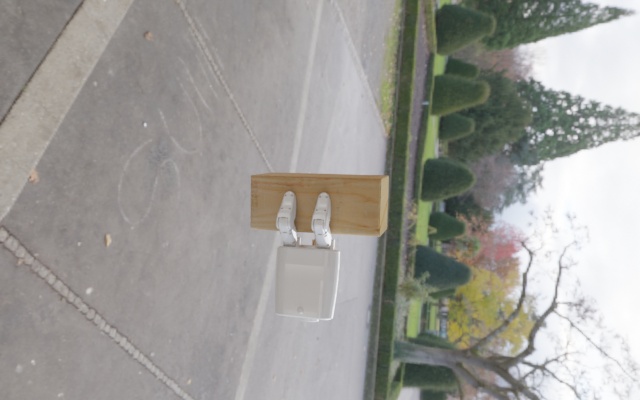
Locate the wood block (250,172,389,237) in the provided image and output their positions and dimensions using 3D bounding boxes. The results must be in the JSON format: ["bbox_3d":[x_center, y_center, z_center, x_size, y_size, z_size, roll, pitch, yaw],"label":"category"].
[{"bbox_3d":[0.000,0.003,0.769,0.206,0.090,0.091,3,6,15],"label":"wood block"}]
